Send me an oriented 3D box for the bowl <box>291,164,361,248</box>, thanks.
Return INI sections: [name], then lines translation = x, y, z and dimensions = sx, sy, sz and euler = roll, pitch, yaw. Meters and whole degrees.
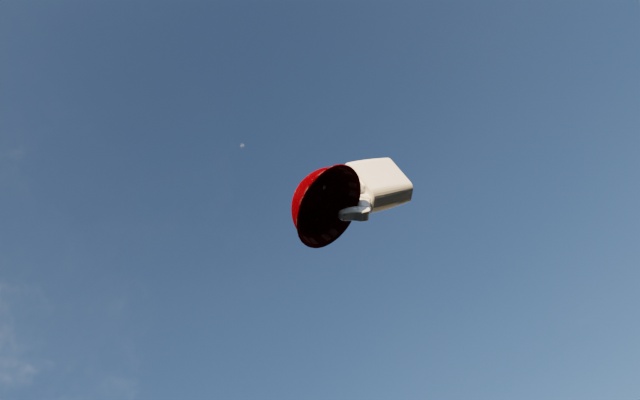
[bowl]
translation = -0.001, 0.003, 0.864
dimensions = 0.055, 0.162, 0.162
euler = 28, 18, 38
